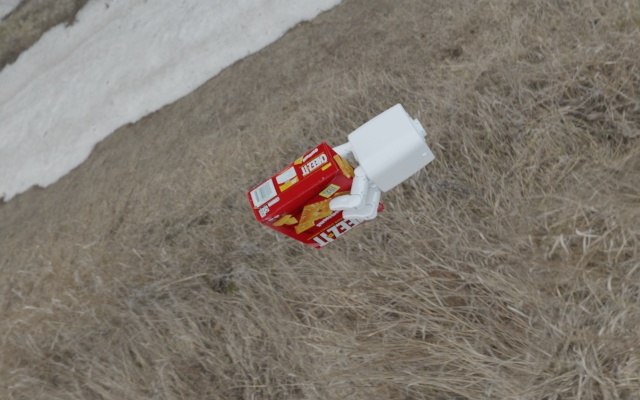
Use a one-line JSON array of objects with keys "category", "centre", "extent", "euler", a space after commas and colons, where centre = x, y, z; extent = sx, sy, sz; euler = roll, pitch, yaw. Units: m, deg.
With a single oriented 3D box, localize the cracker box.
[{"category": "cracker box", "centre": [0.000, 0.003, 0.855], "extent": [0.164, 0.072, 0.214], "euler": [-32, -30, 15]}]
